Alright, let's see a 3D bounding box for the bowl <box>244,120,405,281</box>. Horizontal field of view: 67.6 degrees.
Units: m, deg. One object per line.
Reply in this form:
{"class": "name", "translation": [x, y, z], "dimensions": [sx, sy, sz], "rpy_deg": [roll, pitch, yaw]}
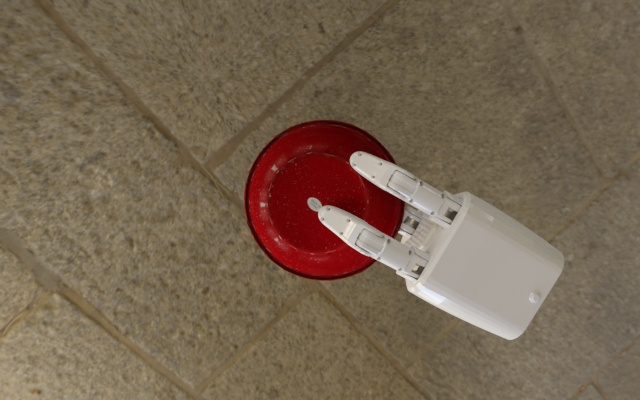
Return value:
{"class": "bowl", "translation": [-0.001, 0.001, 0.452], "dimensions": [0.162, 0.162, 0.055], "rpy_deg": [0, 3, 6]}
